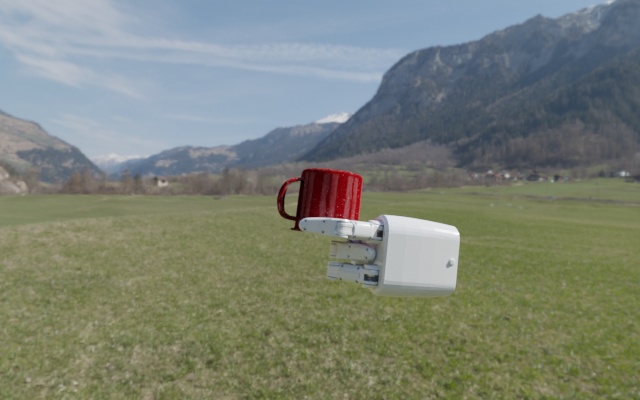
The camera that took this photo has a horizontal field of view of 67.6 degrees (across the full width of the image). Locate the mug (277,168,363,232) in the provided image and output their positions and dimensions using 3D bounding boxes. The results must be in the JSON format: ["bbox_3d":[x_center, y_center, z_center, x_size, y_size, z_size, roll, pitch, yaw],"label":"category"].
[{"bbox_3d":[-0.001,0.002,0.621,0.117,0.081,0.093,8,-3,-20],"label":"mug"}]
